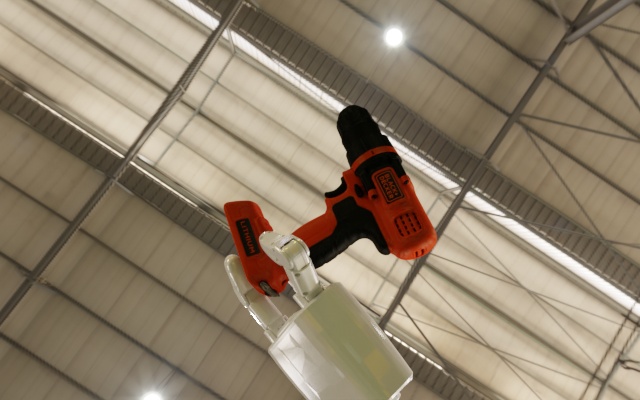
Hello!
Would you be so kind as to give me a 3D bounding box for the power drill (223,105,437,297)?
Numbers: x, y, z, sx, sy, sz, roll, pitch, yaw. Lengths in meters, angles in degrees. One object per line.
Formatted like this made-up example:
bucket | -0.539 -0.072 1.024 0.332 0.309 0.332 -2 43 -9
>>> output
power drill | 0.000 0.002 0.489 0.187 0.184 0.057 -25 -29 3
